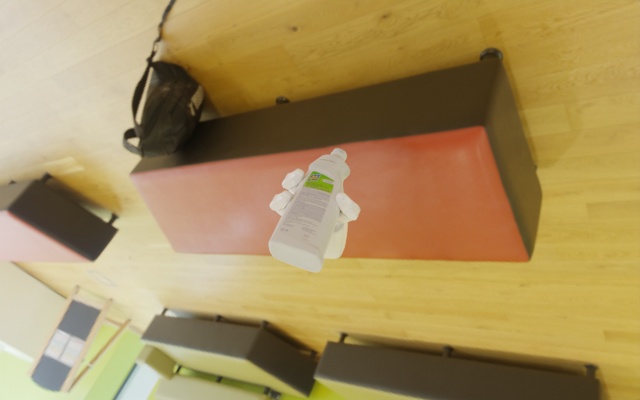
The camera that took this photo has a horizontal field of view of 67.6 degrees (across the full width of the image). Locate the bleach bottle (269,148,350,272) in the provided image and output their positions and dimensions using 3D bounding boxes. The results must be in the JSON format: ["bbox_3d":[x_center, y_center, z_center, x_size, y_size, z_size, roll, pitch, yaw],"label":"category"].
[{"bbox_3d":[0.000,0.003,0.875,0.102,0.250,0.068,17,-34,13],"label":"bleach bottle"}]
